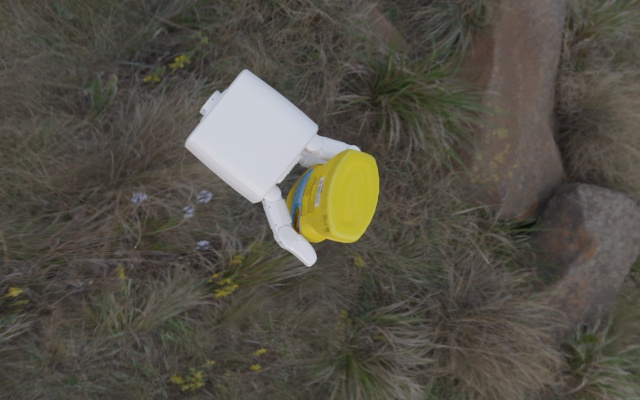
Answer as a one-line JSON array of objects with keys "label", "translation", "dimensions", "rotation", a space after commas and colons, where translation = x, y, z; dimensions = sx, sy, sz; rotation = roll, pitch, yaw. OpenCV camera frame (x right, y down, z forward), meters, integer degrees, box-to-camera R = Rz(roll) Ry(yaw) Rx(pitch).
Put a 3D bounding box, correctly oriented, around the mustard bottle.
[{"label": "mustard bottle", "translation": [0.000, 0.002, 0.572], "dimensions": [0.058, 0.096, 0.191], "rotation": [14, -10, -20]}]
